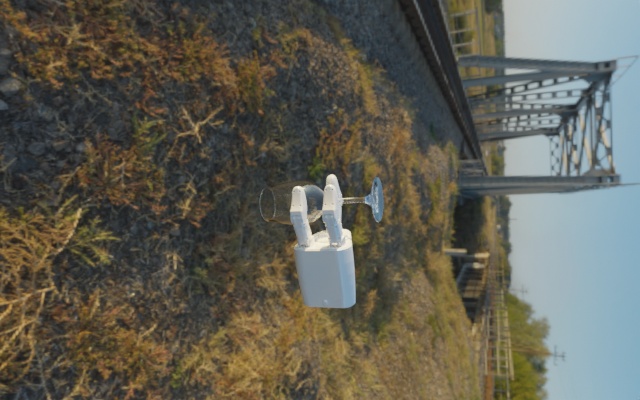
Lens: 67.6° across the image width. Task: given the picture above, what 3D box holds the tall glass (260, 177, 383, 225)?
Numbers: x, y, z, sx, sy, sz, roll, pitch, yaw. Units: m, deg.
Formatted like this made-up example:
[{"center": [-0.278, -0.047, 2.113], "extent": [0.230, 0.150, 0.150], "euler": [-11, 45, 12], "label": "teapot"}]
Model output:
[{"center": [0.001, 0.002, 0.807], "extent": [0.201, 0.079, 0.079], "euler": [-2, -1, 20], "label": "tall glass"}]
